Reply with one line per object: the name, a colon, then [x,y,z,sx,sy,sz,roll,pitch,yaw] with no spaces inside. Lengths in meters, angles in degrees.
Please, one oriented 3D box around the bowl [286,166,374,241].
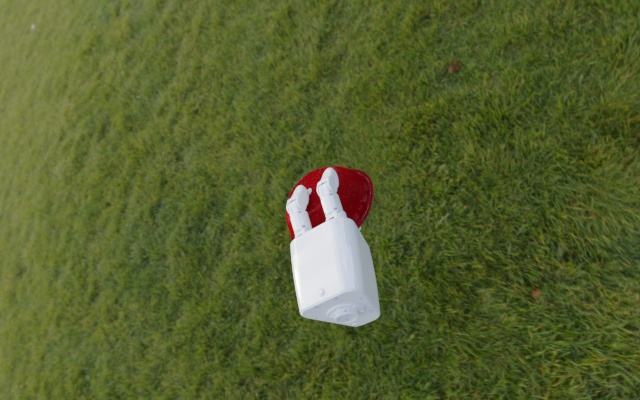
bowl: [0.000,0.001,0.732,0.162,0.162,0.055,0,-34,48]
